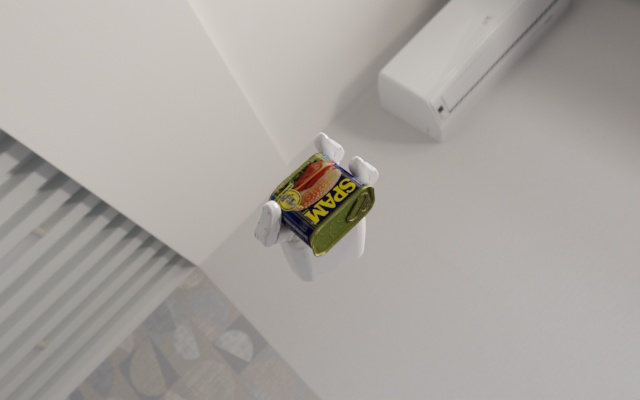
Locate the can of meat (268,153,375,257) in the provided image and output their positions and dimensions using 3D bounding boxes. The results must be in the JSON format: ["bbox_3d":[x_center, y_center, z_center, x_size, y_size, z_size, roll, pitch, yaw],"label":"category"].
[{"bbox_3d":[0.000,0.002,0.571,0.084,0.102,0.057,39,-19,28],"label":"can of meat"}]
